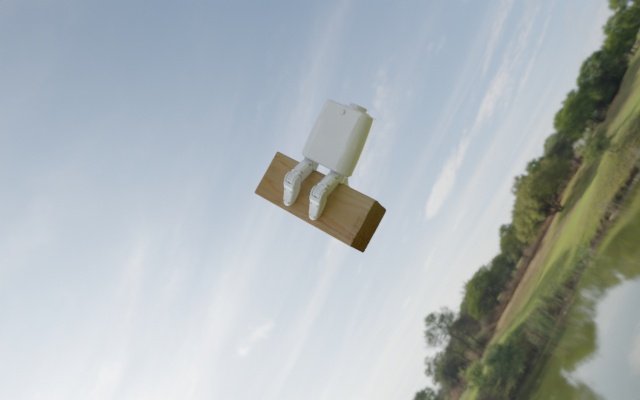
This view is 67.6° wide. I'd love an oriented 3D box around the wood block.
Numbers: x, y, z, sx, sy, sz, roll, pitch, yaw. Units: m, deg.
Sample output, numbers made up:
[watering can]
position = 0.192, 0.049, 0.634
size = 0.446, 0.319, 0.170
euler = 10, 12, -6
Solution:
[wood block]
position = 0.000, 0.002, 0.852
size = 0.206, 0.090, 0.091
euler = 28, -1, 24
